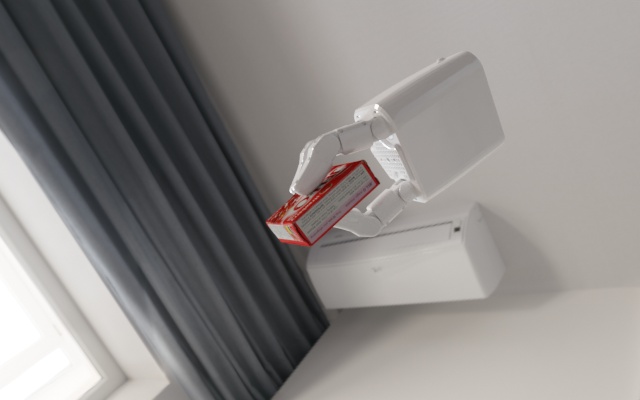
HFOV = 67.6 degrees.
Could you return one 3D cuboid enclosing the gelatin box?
[{"bbox_3d":[0.000,0.002,0.435,0.089,0.030,0.073,-42,15,-19],"label":"gelatin box"}]
